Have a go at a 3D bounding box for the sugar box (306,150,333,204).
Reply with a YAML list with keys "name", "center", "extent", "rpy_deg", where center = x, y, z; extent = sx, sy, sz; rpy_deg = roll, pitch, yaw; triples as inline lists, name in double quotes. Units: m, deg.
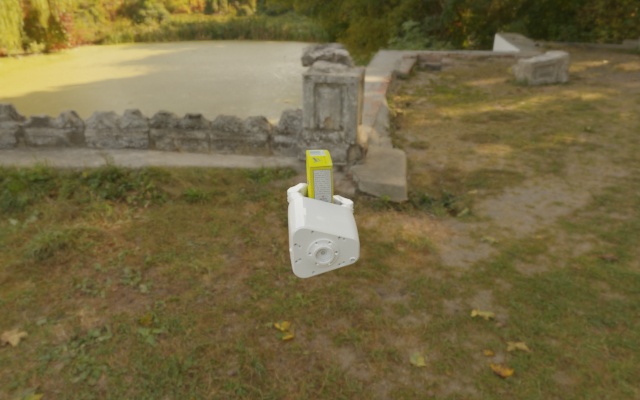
- name: "sugar box"
  center: [0.000, 0.003, 0.882]
  extent: [0.048, 0.176, 0.093]
  rpy_deg: [-2, 24, -4]
